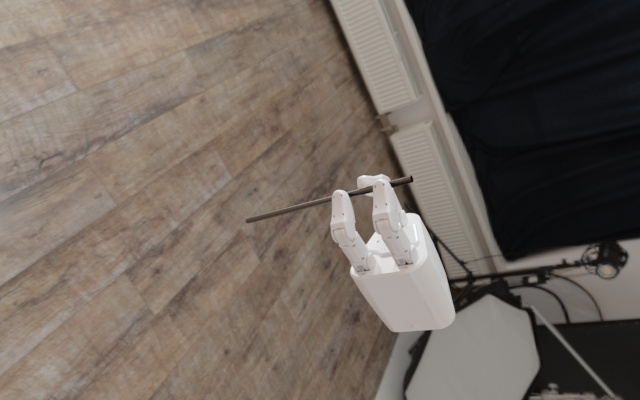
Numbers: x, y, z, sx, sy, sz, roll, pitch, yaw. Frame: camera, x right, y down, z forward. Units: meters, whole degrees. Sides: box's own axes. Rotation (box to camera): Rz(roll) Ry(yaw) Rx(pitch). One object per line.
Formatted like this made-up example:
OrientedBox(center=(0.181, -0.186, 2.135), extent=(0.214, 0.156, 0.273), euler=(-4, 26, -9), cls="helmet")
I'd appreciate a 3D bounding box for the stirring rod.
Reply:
OrientedBox(center=(0.000, 0.002, 0.580), extent=(0.239, 0.011, 0.011), euler=(-14, -8, 32), cls="stirring rod")
